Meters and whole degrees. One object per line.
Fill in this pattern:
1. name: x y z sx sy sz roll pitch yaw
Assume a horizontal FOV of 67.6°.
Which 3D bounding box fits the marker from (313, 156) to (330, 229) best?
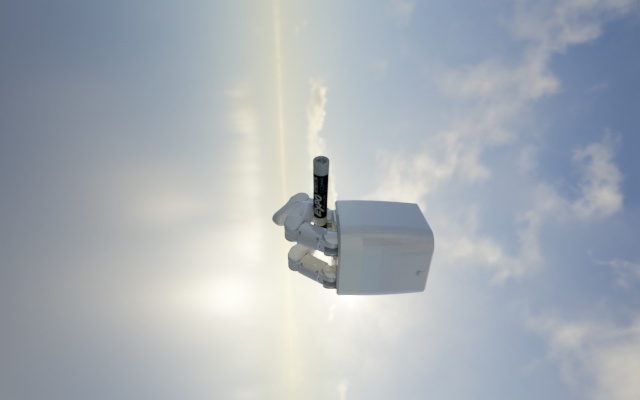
1. marker: 0.000 0.002 0.564 0.020 0.121 0.020 1 40 -1
